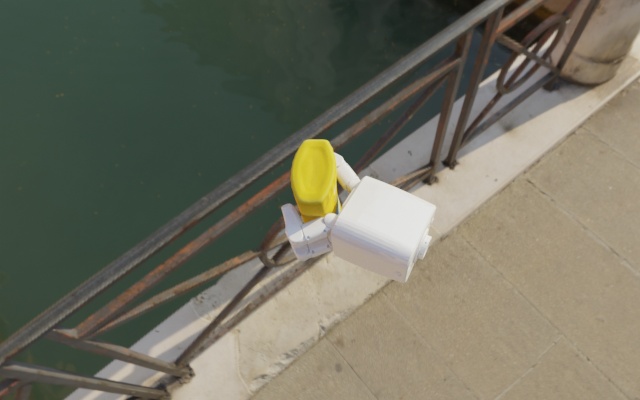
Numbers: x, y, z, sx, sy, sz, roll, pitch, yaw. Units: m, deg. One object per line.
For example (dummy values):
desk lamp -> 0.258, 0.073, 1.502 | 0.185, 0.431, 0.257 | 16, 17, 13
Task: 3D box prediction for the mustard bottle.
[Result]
mustard bottle -> 0.000, 0.002, 0.680 | 0.058, 0.096, 0.192 | 0, -26, 6
